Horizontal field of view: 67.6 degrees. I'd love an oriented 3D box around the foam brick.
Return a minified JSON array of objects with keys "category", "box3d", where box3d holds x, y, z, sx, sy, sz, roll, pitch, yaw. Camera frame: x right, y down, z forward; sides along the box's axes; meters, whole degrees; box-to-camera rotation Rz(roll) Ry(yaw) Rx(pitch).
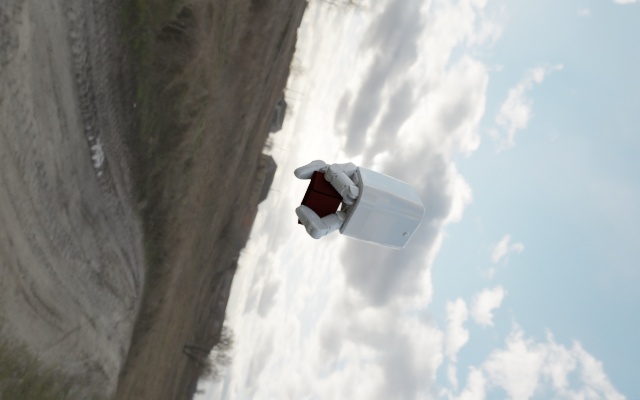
[{"category":"foam brick","box3d":[0.000,0.003,0.758,0.051,0.078,0.053,17,41,-9]}]
